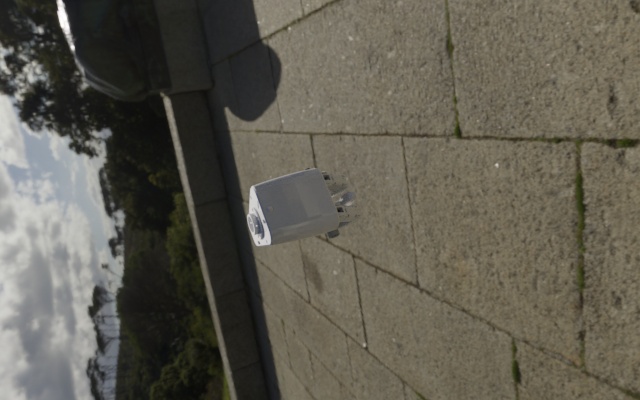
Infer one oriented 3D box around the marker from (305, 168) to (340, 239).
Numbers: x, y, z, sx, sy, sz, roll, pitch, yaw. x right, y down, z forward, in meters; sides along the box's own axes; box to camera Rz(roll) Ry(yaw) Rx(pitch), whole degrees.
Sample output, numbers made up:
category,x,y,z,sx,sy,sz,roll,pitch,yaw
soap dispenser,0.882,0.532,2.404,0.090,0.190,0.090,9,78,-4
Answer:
category,x,y,z,sx,sy,sz,roll,pitch,yaw
marker,0.000,0.002,0.760,0.020,0.121,0.020,-20,-18,-7
